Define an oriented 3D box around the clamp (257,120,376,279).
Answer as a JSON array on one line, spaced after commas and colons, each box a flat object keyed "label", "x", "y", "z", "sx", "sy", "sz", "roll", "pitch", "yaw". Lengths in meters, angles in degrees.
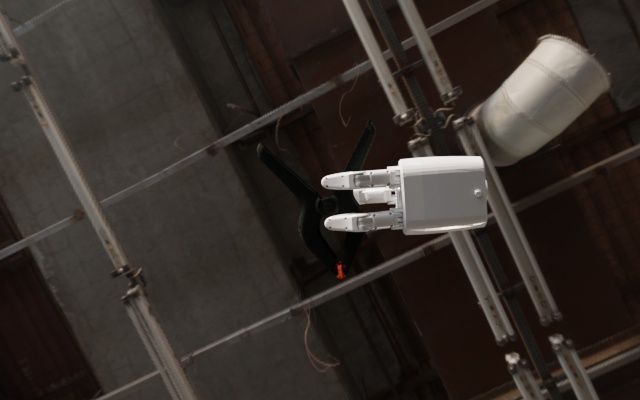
[{"label": "clamp", "x": 0.000, "y": 0.003, "z": 0.656, "sx": 0.164, "sy": 0.210, "sz": 0.036, "roll": -4, "pitch": 5, "yaw": 8}]
